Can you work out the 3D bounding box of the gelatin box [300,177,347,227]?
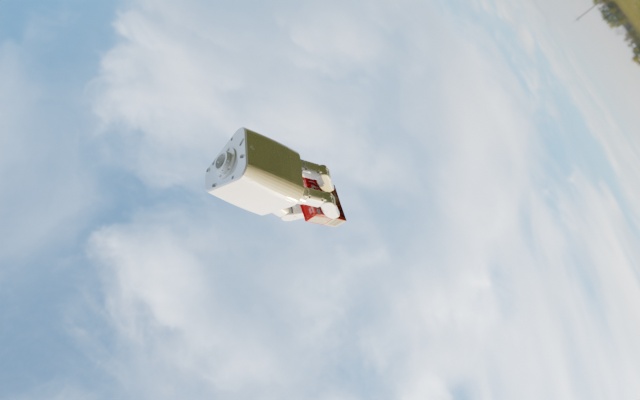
[{"bbox_3d":[0.000,0.003,0.810,0.030,0.073,0.089,-32,-27,29],"label":"gelatin box"}]
